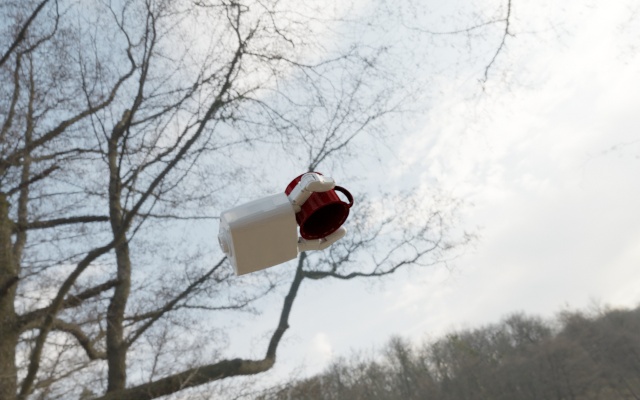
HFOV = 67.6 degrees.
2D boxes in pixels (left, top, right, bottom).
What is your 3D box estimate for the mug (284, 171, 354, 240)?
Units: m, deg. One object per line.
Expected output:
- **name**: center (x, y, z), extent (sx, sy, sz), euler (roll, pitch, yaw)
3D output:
- **mug**: center (0.001, 0.002, 0.803), extent (0.117, 0.081, 0.093), euler (-17, -37, -23)
